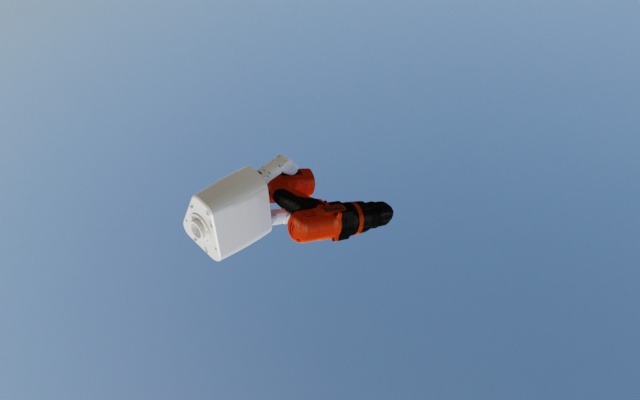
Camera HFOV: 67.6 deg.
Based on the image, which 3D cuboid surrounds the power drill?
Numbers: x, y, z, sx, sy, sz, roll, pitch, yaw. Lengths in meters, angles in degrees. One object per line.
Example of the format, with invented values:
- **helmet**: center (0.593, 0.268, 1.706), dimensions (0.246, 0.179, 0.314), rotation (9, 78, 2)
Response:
- **power drill**: center (0.000, 0.002, 0.776), dimensions (0.184, 0.057, 0.187), rotation (-6, 24, -33)
